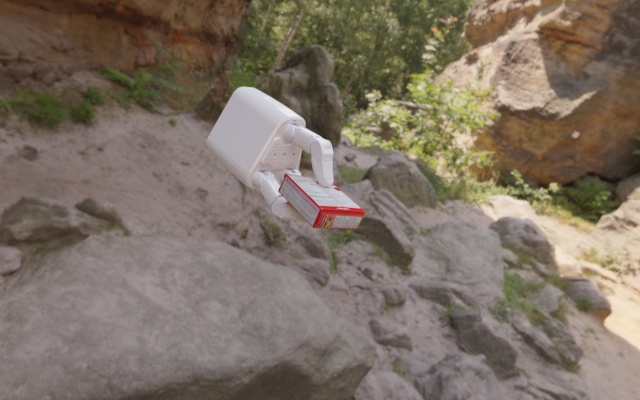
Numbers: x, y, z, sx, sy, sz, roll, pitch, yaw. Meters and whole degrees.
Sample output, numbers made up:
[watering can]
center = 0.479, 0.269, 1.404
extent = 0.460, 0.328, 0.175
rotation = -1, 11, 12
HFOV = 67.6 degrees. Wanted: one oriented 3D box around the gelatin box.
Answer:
[gelatin box]
center = 0.000, 0.002, 0.595
extent = 0.073, 0.030, 0.089
rotation = 5, 27, -41
